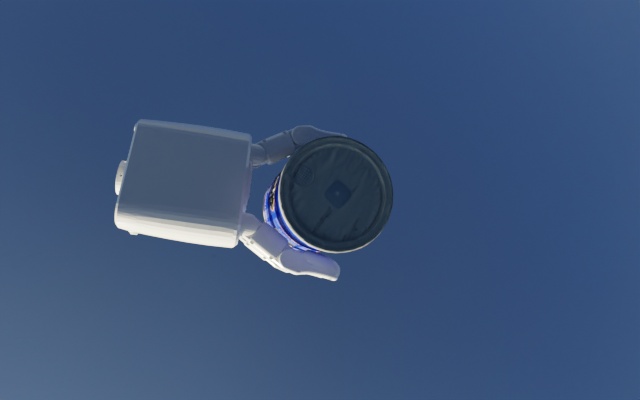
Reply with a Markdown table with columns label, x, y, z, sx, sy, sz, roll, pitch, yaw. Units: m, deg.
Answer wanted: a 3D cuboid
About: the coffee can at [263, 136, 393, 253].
| label | x | y | z | sx | sy | sz | roll | pitch | yaw |
| --- | --- | --- | --- | --- | --- | --- | --- | --- | --- |
| coffee can | 0.000 | 0.002 | 0.480 | 0.103 | 0.103 | 0.140 | 0 | -6 | -13 |
